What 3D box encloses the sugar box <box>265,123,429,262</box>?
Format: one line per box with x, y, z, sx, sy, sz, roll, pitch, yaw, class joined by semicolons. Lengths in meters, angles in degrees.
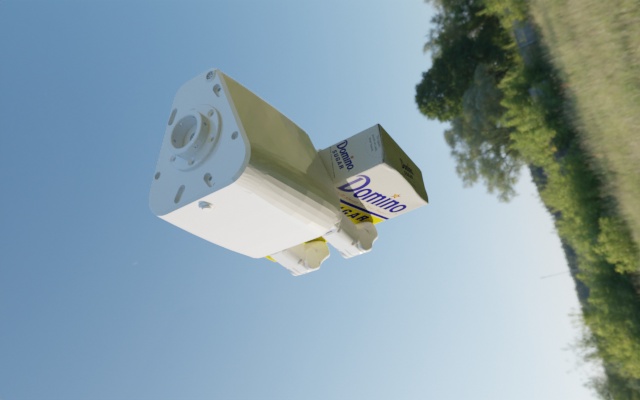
0.000;0.002;0.443;0.176;0.048;0.093;-21;-33;26;sugar box
